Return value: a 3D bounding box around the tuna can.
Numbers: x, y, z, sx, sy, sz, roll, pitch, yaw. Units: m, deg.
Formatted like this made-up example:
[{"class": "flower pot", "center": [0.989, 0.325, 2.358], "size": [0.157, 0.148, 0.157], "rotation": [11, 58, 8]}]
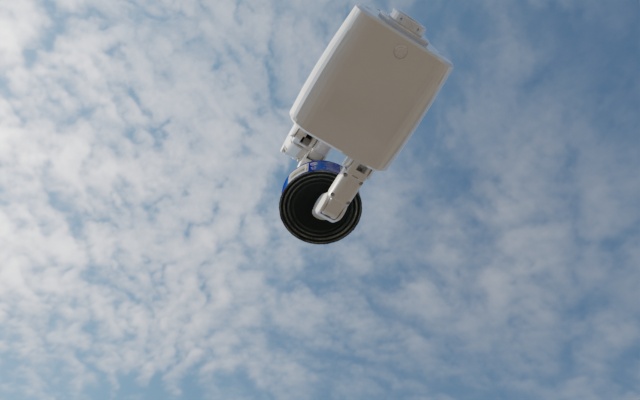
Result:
[{"class": "tuna can", "center": [0.000, 0.001, 0.505], "size": [0.086, 0.086, 0.033], "rotation": [0, 27, 0]}]
